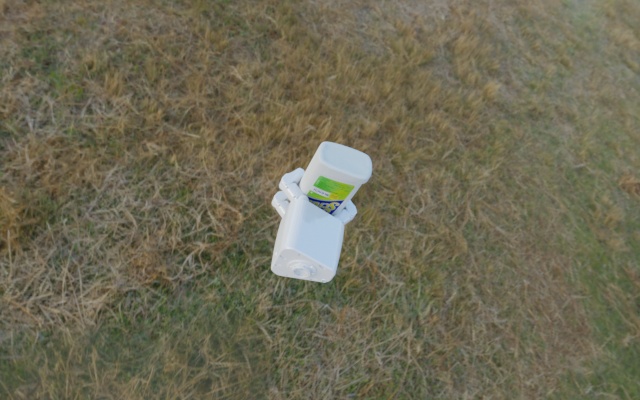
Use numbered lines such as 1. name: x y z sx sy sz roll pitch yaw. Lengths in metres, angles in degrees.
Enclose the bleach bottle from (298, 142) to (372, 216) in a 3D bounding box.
1. bleach bottle: 0.000 0.003 0.896 0.102 0.068 0.251 18 -41 -10
